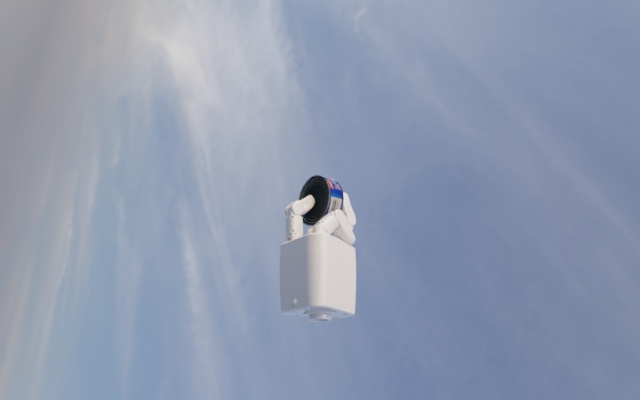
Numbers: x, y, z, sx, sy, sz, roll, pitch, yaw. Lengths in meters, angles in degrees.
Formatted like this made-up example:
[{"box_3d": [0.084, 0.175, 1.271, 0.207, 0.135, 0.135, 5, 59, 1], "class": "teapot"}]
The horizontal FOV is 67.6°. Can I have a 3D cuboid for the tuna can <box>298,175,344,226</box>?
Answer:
[{"box_3d": [0.001, 0.003, 0.799, 0.034, 0.086, 0.086, 13, -8, -36], "class": "tuna can"}]
